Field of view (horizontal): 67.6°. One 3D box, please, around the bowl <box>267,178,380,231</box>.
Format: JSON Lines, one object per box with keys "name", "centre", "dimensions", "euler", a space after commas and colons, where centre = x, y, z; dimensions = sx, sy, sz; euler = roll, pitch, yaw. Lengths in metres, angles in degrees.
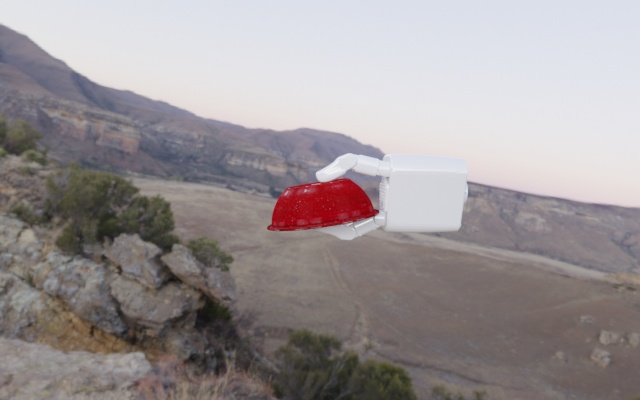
{"name": "bowl", "centre": [-0.001, 0.002, 0.676], "dimensions": [0.162, 0.055, 0.162], "euler": [-9, 4, 1]}
